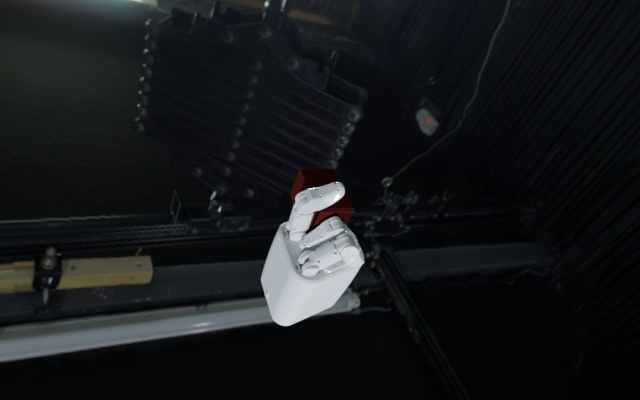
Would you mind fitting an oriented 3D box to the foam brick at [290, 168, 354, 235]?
[{"bbox_3d":[0.000,0.002,0.625,0.053,0.078,0.051,-1,-44,-26],"label":"foam brick"}]
